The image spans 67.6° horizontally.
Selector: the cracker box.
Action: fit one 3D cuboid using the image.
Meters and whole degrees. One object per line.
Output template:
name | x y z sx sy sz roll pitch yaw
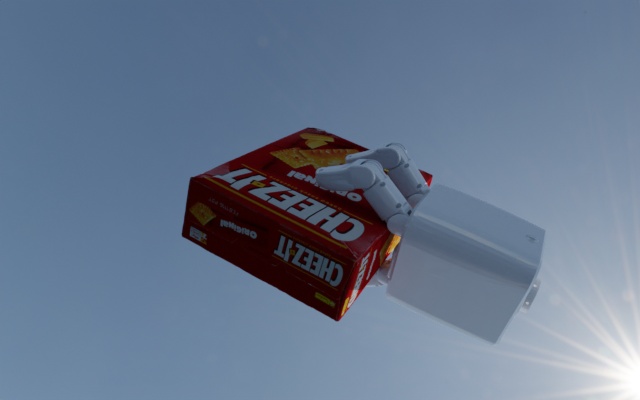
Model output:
cracker box | 0.000 0.002 0.473 0.164 0.072 0.213 24 29 19
